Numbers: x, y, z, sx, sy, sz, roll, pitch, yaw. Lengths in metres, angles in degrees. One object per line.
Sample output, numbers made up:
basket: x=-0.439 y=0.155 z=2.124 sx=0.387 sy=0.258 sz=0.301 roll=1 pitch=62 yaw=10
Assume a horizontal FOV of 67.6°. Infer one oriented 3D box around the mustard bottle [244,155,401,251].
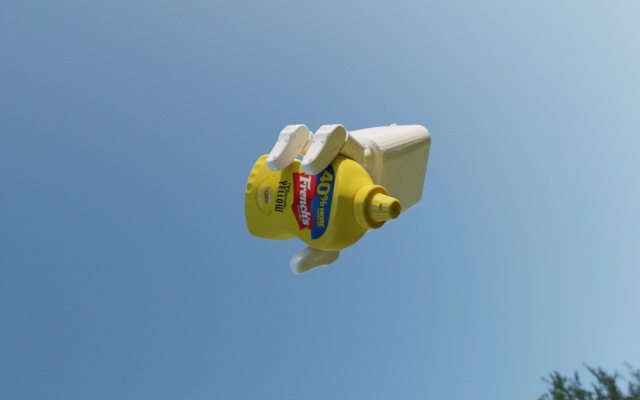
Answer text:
mustard bottle: x=0.000 y=0.002 z=0.492 sx=0.191 sy=0.096 sz=0.058 roll=6 pitch=-5 yaw=45
